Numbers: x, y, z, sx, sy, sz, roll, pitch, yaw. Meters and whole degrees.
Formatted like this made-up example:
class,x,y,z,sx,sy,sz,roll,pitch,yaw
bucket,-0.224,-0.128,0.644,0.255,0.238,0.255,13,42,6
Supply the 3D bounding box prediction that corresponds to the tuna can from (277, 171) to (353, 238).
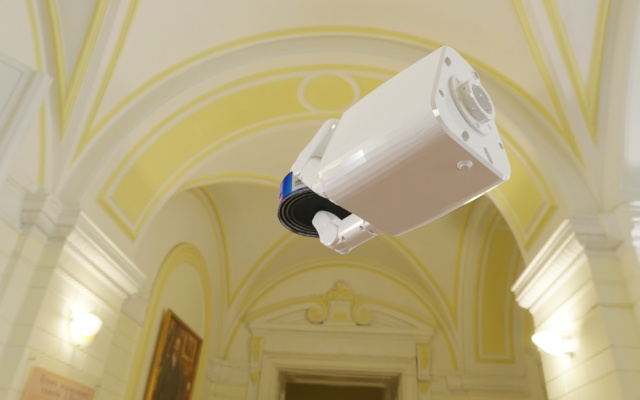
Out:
class,x,y,z,sx,sy,sz,roll,pitch,yaw
tuna can,0.000,0.001,0.482,0.086,0.033,0.086,0,-36,0
